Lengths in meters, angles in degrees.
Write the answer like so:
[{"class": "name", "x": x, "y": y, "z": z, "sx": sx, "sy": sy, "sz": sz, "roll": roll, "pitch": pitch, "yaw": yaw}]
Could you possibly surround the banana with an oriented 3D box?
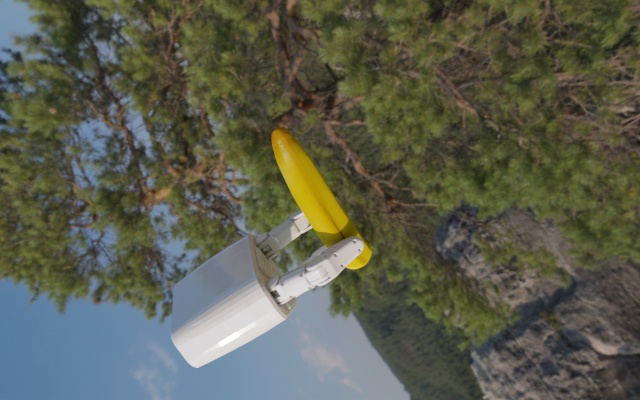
[{"class": "banana", "x": 0.007, "y": 0.014, "z": 0.486, "sx": 0.037, "sy": 0.198, "sz": 0.069, "roll": -32, "pitch": 37, "yaw": 4}]
